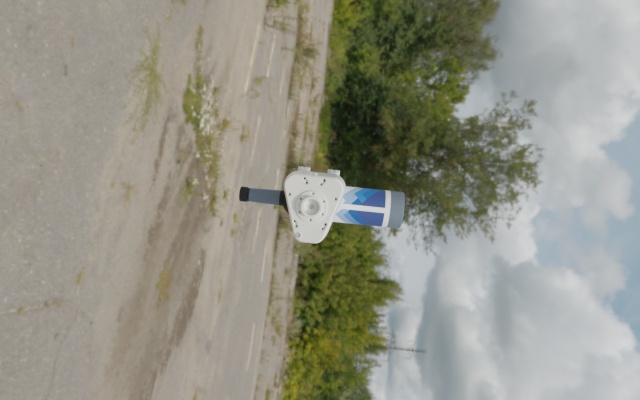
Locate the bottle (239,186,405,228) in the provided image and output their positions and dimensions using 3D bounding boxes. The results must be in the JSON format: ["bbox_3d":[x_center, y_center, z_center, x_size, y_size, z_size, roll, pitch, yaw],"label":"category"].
[{"bbox_3d":[0.000,0.003,0.869,0.296,0.069,0.069,6,0,1],"label":"bottle"}]
